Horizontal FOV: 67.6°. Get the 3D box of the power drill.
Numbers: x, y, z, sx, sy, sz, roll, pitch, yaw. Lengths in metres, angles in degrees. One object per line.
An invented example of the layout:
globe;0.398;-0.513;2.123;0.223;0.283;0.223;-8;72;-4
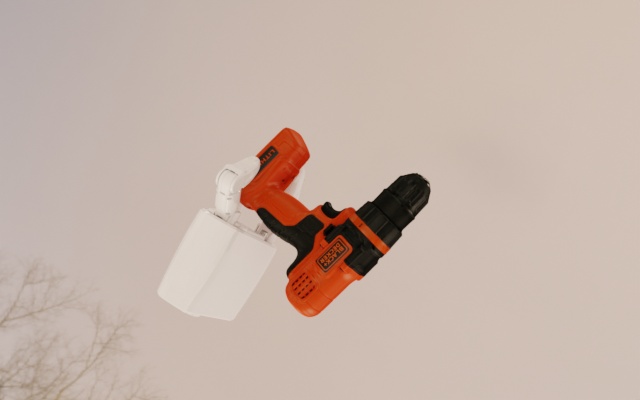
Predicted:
power drill;0.000;0.002;0.516;0.187;0.184;0.057;47;1;34
